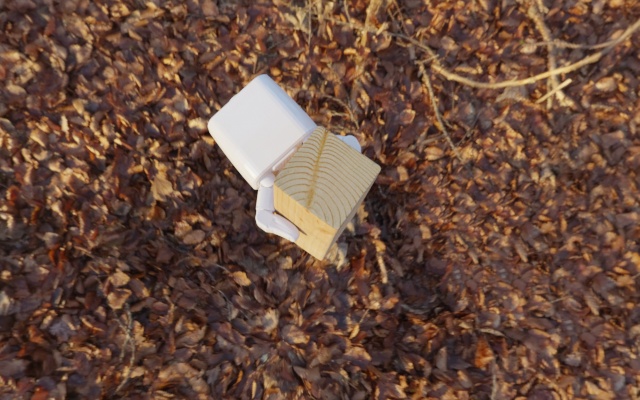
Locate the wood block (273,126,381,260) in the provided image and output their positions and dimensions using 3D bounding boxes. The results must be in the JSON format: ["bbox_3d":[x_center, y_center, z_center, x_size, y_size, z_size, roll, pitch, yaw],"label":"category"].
[{"bbox_3d":[0.000,0.002,0.621,0.090,0.091,0.206,36,-16,6],"label":"wood block"}]
